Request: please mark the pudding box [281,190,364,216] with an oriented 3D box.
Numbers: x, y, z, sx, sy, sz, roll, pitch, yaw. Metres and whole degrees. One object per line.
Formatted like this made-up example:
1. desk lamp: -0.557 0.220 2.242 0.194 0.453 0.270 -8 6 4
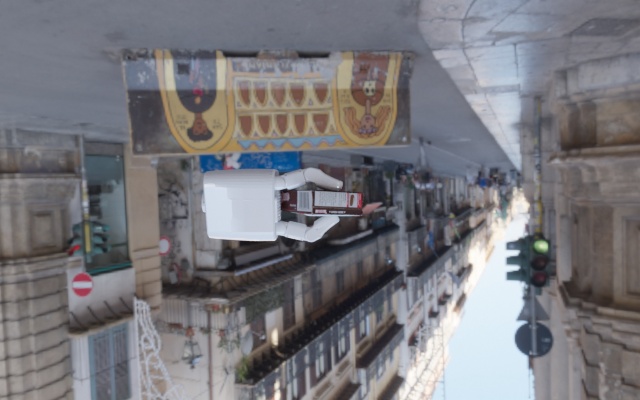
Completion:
1. pudding box: 0.000 0.003 0.741 0.090 0.039 0.113 1 2 -28
